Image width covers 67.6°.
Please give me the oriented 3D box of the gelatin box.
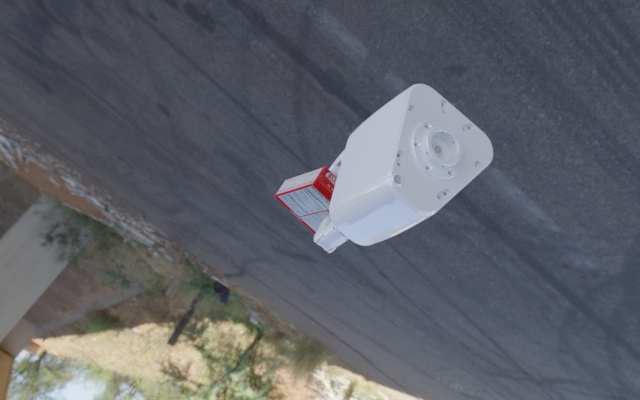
[{"bbox_3d":[0.000,0.002,0.545,0.073,0.030,0.089,43,-30,-20],"label":"gelatin box"}]
